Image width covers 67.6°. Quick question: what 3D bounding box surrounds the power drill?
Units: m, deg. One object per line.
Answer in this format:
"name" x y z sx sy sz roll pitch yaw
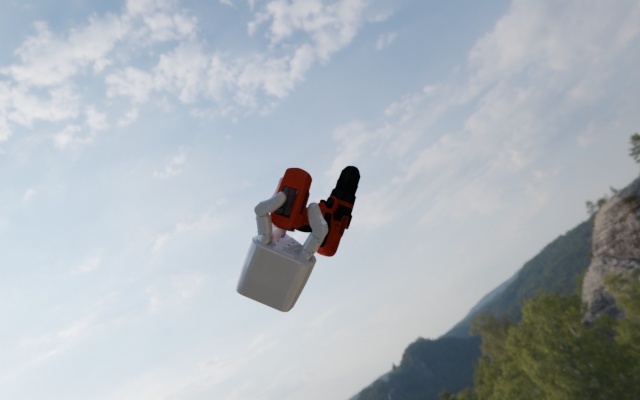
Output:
"power drill" 0.000 0.003 0.869 0.057 0.184 0.188 14 -7 36
